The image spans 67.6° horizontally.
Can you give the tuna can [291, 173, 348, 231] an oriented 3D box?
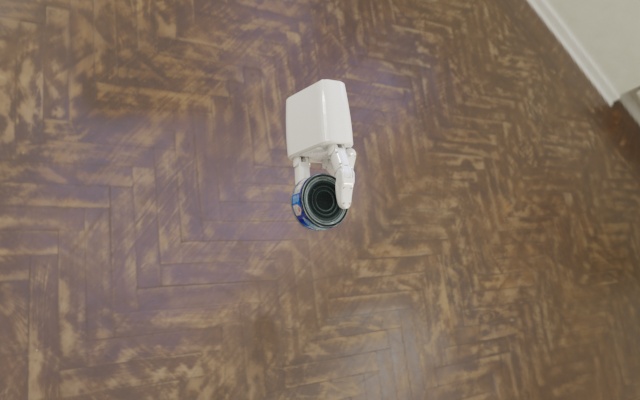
[{"bbox_3d":[0.000,0.002,0.725,0.086,0.086,0.034,0,-9,-31],"label":"tuna can"}]
